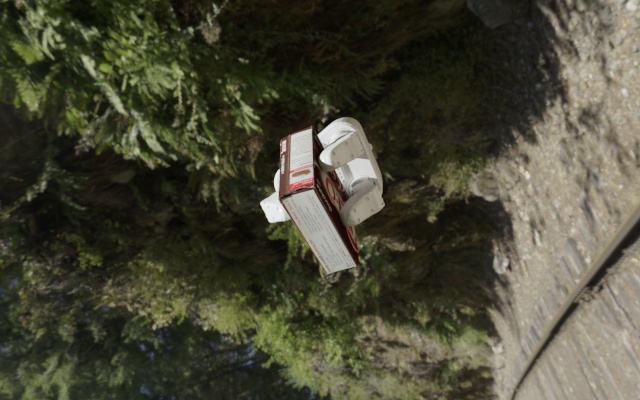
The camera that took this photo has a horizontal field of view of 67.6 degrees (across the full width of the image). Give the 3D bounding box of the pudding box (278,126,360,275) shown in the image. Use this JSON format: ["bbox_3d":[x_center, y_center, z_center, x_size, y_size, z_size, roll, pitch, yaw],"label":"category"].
[{"bbox_3d":[0.000,0.002,0.453,0.039,0.090,0.114,-20,-50,14],"label":"pudding box"}]
